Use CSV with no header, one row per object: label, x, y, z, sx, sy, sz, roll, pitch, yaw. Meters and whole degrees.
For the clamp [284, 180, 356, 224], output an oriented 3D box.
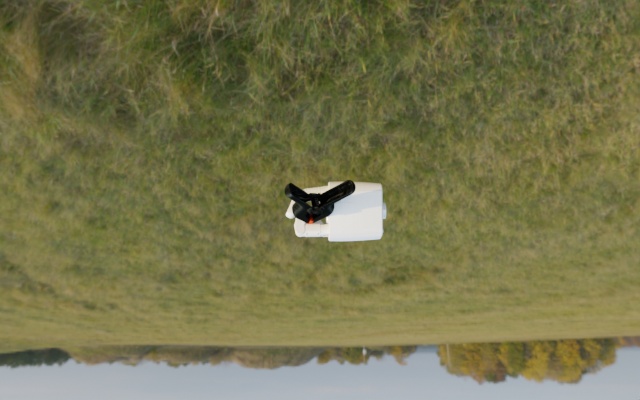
clamp,0.000,0.003,0.864,0.120,0.039,0.171,-1,-18,0
